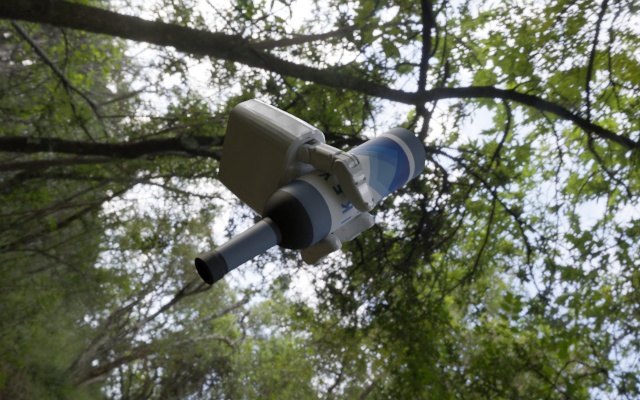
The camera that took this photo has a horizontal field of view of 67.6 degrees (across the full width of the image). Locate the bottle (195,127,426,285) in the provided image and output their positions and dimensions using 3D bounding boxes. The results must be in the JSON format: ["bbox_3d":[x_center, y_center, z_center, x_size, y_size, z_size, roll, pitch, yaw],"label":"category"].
[{"bbox_3d":[0.000,0.002,0.502,0.295,0.069,0.069,-31,19,-36],"label":"bottle"}]
